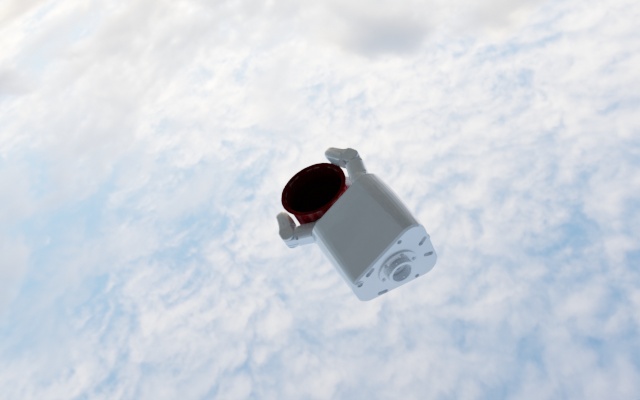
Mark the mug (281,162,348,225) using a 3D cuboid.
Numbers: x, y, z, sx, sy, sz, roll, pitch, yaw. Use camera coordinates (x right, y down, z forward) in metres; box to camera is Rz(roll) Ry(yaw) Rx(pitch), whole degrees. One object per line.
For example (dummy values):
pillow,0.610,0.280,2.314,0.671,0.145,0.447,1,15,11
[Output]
mug,0.000,0.002,0.664,0.093,0.081,0.117,-33,42,-2
